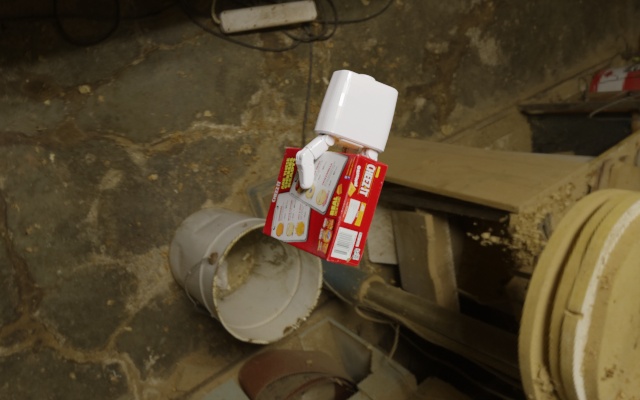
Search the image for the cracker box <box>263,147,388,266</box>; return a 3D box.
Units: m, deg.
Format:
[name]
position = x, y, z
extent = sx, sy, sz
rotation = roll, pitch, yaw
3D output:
[cracker box]
position = 0.000, 0.003, 0.790
extent = 0.072, 0.164, 0.213
rotation = 17, -2, -34
